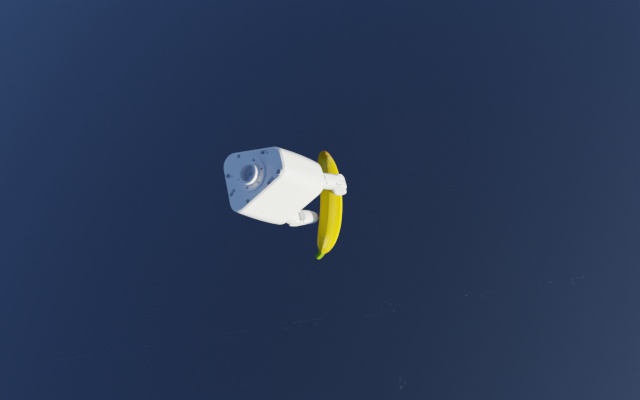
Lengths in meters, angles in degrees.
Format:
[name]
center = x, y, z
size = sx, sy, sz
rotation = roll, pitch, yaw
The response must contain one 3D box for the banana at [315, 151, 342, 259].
[banana]
center = 0.011, 0.006, 0.845
size = 0.037, 0.198, 0.069
rotation = 8, -6, -35
